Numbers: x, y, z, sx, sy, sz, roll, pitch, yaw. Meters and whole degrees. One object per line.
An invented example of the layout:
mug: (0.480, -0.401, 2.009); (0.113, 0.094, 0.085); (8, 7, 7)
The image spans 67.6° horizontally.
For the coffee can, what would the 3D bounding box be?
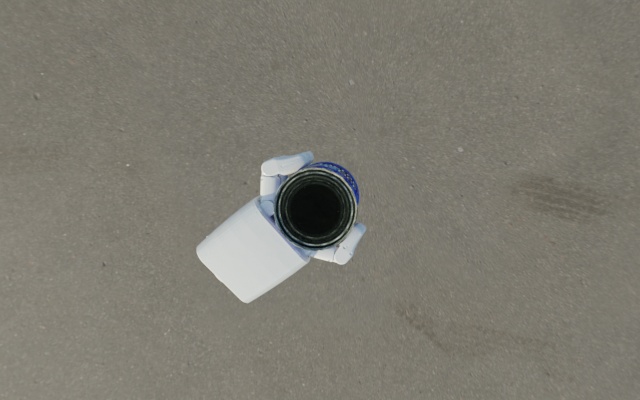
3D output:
coffee can: (0.000, 0.002, 0.641); (0.103, 0.103, 0.140); (0, 7, 5)
